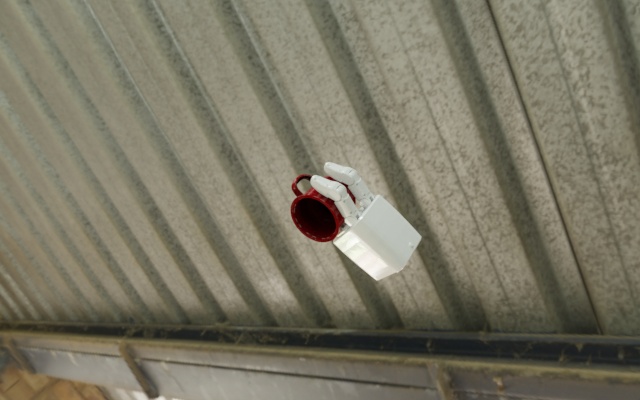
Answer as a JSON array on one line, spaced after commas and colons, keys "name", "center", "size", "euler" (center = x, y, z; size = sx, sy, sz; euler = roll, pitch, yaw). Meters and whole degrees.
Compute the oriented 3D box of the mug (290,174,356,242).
[{"name": "mug", "center": [-0.001, 0.002, 0.817], "size": [0.093, 0.117, 0.081], "euler": [-46, 1, 45]}]
